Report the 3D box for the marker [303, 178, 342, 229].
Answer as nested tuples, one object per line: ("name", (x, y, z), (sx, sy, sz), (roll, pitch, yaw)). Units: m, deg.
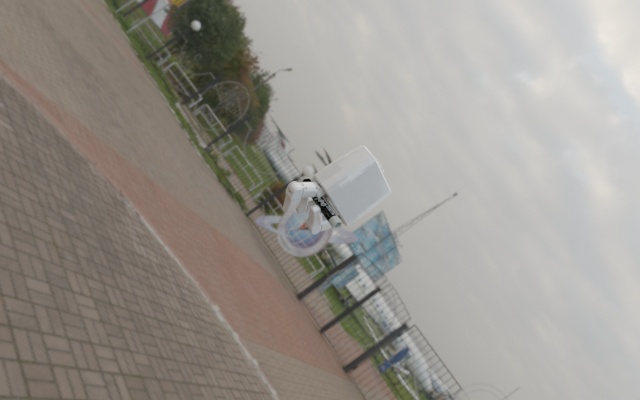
("marker", (0.000, 0.003, 0.839), (0.020, 0.020, 0.121), (0, 41, -39))
